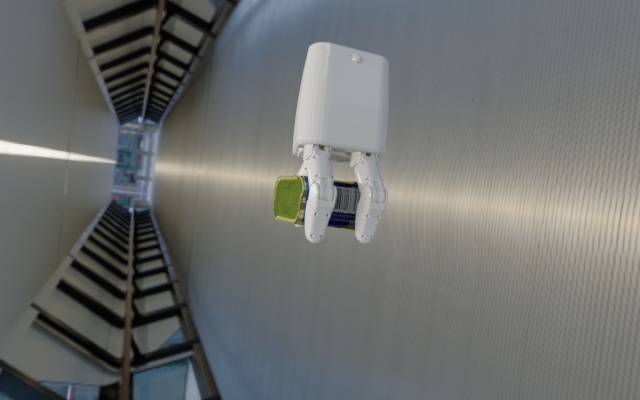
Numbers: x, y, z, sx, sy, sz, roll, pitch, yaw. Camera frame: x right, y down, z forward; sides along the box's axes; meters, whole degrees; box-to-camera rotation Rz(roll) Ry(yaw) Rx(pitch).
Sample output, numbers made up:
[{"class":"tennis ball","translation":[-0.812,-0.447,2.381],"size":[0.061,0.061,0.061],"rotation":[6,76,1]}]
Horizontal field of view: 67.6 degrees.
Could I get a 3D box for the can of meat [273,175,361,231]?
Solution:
[{"class":"can of meat","translation":[0.000,0.002,0.536],"size":[0.084,0.057,0.102],"rotation":[7,-1,-22]}]
